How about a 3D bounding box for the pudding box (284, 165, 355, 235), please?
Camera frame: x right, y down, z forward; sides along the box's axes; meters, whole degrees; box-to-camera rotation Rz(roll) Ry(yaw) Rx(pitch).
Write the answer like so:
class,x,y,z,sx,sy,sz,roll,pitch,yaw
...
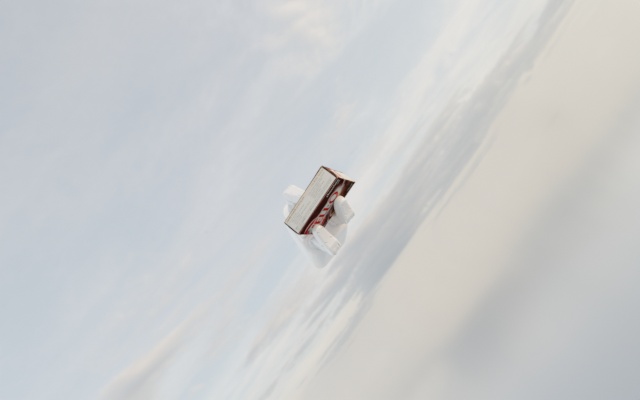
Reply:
class,x,y,z,sx,sy,sz,roll,pitch,yaw
pudding box,0.000,0.002,0.771,0.039,0.113,0.090,35,10,18
